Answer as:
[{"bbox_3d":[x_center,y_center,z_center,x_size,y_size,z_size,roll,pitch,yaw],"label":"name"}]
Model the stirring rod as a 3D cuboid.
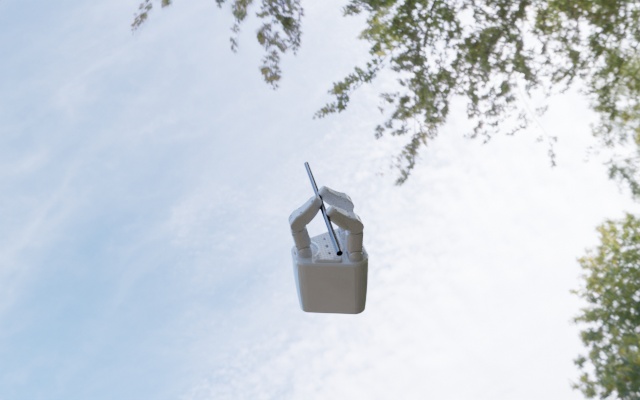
[{"bbox_3d":[0.000,0.002,0.681,0.011,0.011,0.239,0,31,-13],"label":"stirring rod"}]
